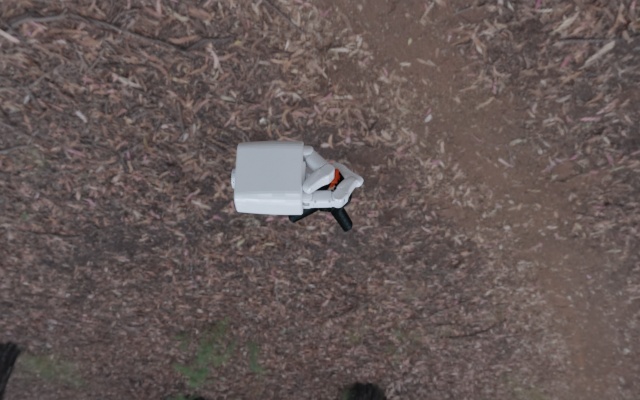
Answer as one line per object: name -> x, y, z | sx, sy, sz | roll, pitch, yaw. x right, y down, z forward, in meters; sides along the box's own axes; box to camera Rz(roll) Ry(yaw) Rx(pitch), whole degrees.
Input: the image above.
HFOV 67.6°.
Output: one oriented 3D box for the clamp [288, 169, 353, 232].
clamp -> 0.000, 0.003, 0.837 | 0.120, 0.039, 0.172 | 0, -35, 0
